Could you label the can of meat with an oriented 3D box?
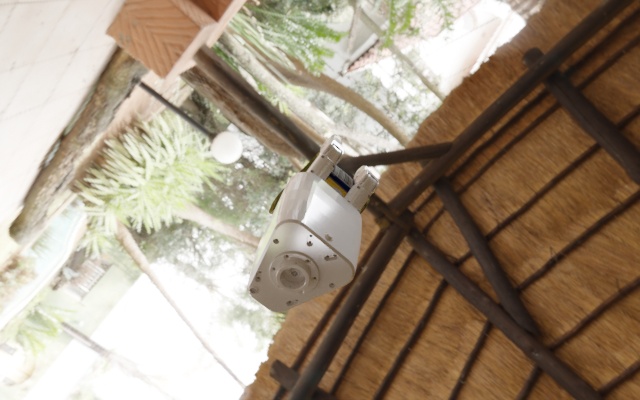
[{"bbox_3d":[0.000,0.002,0.603,0.084,0.102,0.057,40,21,-13],"label":"can of meat"}]
